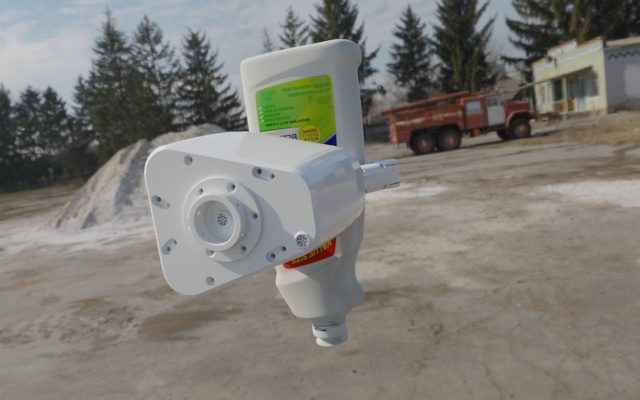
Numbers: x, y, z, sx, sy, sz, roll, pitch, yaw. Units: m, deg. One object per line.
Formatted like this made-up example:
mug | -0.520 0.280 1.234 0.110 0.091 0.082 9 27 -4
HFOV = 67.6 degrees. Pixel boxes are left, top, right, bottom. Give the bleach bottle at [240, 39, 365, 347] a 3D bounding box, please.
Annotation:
bleach bottle | 0.000 0.001 0.411 0.102 0.251 0.068 -6 8 17
